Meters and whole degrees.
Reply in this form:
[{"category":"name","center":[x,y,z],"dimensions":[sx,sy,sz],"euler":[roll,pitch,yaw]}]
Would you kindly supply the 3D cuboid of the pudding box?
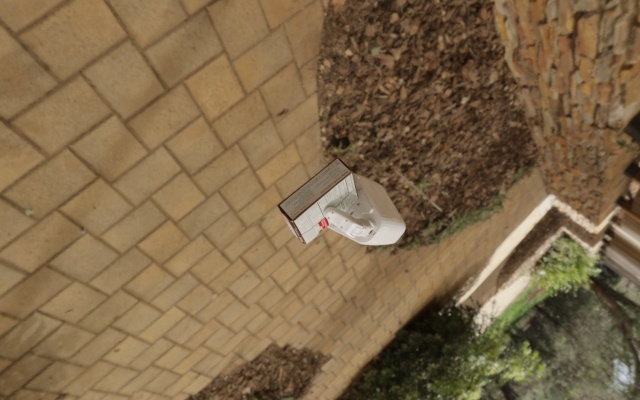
[{"category":"pudding box","center":[0.000,0.002,0.689],"dimensions":[0.039,0.113,0.090],"euler":[44,-11,27]}]
